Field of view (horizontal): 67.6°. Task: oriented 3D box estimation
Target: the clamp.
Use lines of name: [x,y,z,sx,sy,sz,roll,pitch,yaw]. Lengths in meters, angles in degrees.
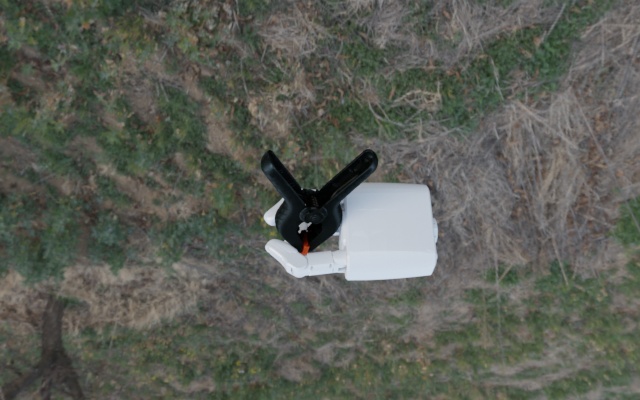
clamp: [0.000,0.002,0.536,0.120,0.039,0.172,-3,-36,-2]
